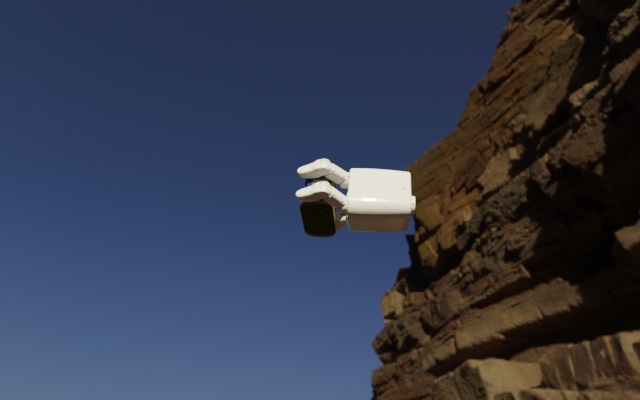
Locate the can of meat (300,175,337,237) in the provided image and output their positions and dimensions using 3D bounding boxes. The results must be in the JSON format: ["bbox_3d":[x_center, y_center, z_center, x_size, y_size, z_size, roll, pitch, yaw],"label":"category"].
[{"bbox_3d":[0.000,0.003,0.859,0.057,0.084,0.102,1,-38,8],"label":"can of meat"}]
